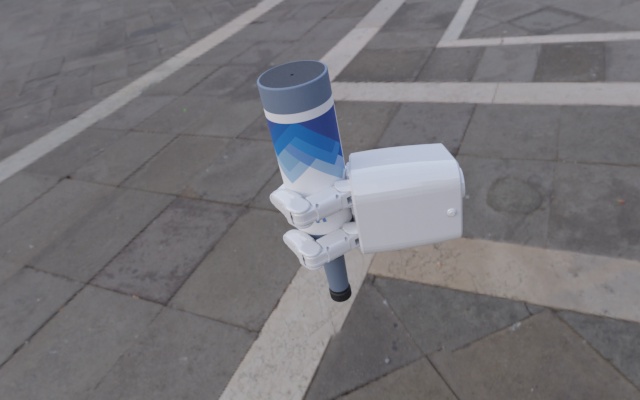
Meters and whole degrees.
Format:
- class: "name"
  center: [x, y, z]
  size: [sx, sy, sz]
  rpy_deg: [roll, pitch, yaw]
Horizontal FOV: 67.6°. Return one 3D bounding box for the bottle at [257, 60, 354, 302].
- class: "bottle"
  center: [0.000, 0.002, 0.521]
  size: [0.069, 0.296, 0.069]
  rpy_deg: [-8, 35, 6]
